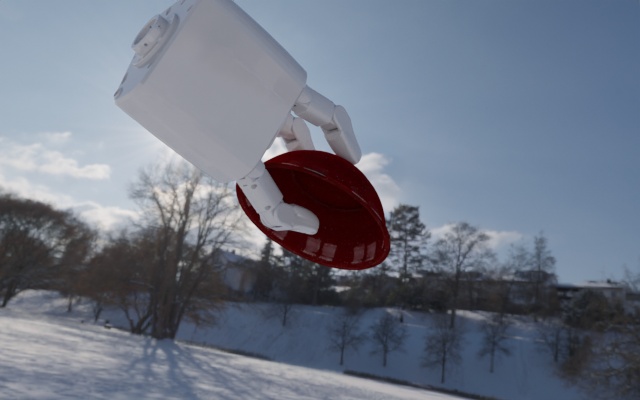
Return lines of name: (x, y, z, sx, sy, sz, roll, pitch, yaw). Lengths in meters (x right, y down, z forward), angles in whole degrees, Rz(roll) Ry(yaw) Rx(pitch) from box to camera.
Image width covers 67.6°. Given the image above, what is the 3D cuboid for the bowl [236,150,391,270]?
bowl: (0.001, 0.002, 0.473, 0.162, 0.055, 0.162, 19, -33, 13)
